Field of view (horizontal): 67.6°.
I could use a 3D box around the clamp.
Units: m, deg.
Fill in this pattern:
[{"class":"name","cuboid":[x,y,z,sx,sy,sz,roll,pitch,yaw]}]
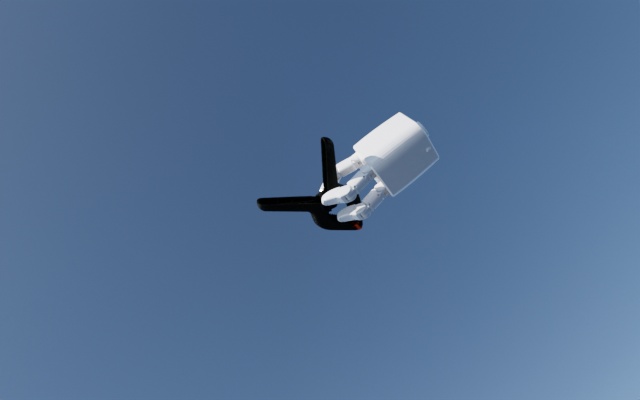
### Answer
[{"class":"clamp","cuboid":[0.000,0.002,0.841,0.210,0.164,0.036,47,9,-42]}]
